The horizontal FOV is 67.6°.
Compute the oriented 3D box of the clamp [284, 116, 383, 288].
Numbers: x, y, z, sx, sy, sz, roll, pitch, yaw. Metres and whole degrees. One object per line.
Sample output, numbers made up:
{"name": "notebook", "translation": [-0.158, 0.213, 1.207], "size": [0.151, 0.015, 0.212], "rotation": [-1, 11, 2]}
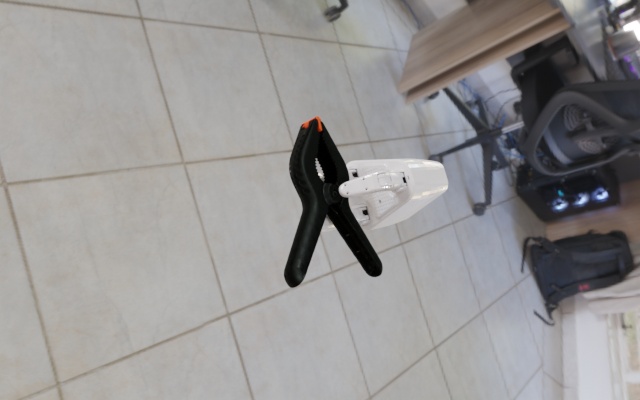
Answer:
{"name": "clamp", "translation": [0.001, 0.001, 0.566], "size": [0.036, 0.210, 0.164], "rotation": [-19, -8, 38]}
